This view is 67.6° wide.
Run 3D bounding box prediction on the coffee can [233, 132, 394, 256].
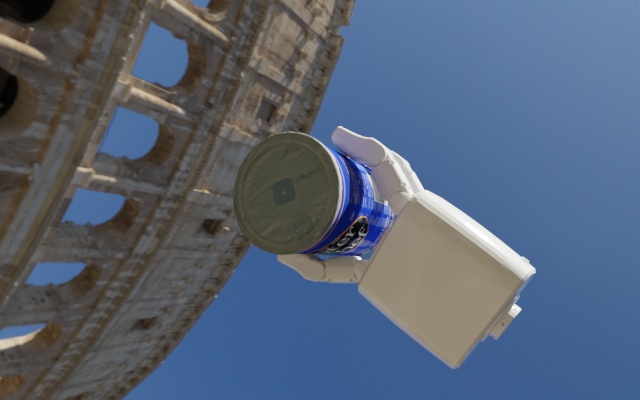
[{"bbox_3d":[0.000,0.001,0.454,0.103,0.103,0.140,0,-7,27],"label":"coffee can"}]
